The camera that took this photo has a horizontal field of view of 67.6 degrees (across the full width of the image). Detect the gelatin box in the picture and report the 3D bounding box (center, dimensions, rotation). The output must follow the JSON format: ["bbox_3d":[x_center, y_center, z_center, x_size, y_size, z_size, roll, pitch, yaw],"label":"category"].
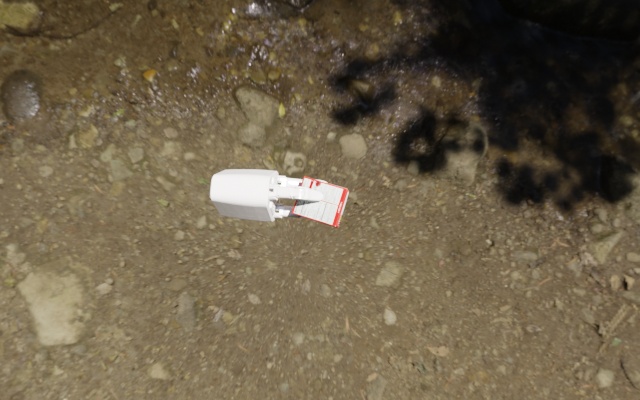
[{"bbox_3d":[0.000,0.003,0.884,0.089,0.073,0.030,17,-4,11],"label":"gelatin box"}]
